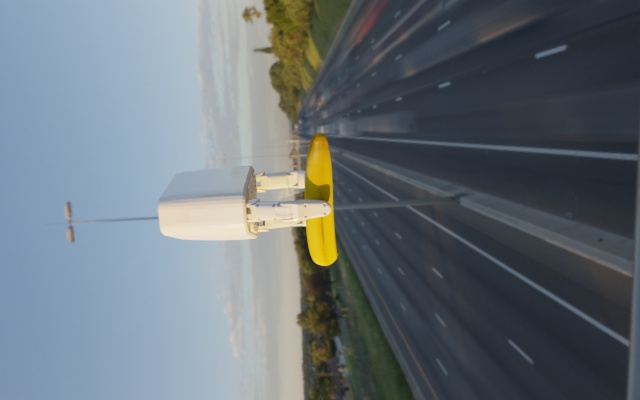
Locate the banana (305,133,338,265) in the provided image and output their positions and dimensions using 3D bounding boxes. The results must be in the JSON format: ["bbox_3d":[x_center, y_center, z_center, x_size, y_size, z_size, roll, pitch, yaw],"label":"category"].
[{"bbox_3d":[0.000,0.015,0.610,0.037,0.198,0.069,-2,34,4],"label":"banana"}]
